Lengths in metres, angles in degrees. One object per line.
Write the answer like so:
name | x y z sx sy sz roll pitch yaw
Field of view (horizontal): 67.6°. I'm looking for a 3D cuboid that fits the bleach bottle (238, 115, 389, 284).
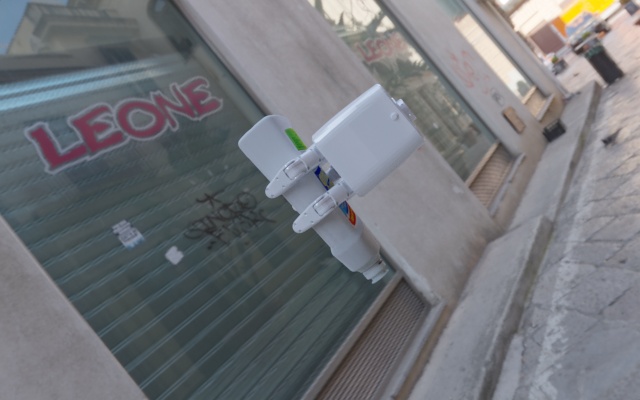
bleach bottle | 0.000 0.002 0.635 0.068 0.251 0.102 -40 -2 12
